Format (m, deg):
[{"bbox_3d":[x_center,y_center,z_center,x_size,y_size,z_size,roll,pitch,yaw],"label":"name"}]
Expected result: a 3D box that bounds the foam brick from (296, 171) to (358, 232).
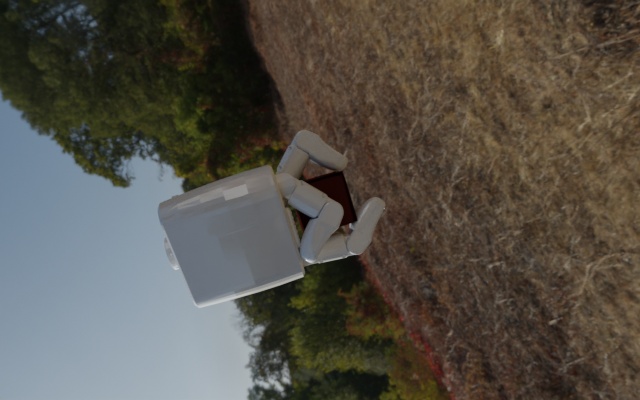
[{"bbox_3d":[0.000,0.002,0.489,0.051,0.053,0.078,-17,3,-6],"label":"foam brick"}]
